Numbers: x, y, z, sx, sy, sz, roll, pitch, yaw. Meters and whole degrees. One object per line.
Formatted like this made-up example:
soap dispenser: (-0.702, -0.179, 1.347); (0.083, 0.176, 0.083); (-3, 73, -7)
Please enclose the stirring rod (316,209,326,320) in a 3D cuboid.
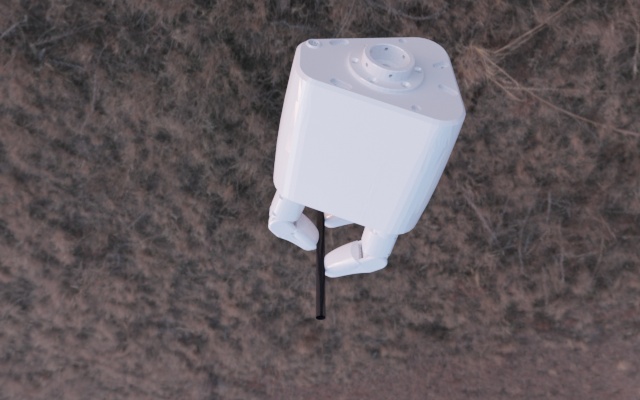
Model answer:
stirring rod: (0.000, 0.001, 0.457); (0.011, 0.239, 0.011); (0, -40, 0)
